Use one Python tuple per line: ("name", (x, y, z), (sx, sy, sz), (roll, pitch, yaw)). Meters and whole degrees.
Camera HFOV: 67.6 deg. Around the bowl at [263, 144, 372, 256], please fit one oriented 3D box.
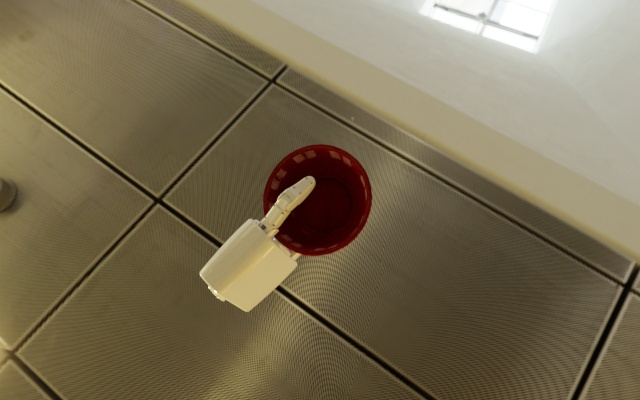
("bowl", (0.001, 0.002, 0.700), (0.162, 0.162, 0.055), (0, -10, 17))
